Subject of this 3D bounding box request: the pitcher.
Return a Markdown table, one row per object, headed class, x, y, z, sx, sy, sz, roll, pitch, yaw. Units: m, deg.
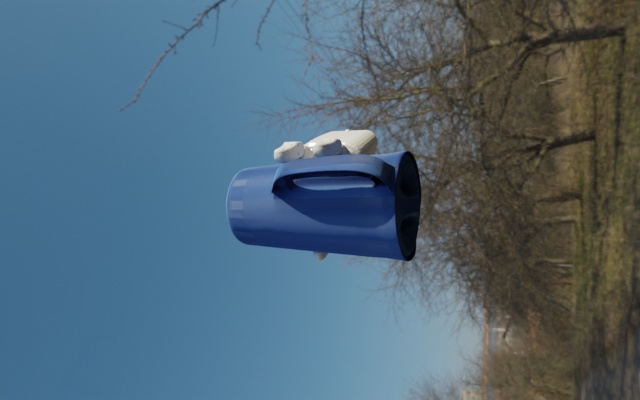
| class | x | y | z | sx | sy | sz | roll | pitch | yaw |
| --- | --- | --- | --- | --- | --- | --- | --- | --- | --- |
| pitcher | 0.000 | 0.002 | 0.614 | 0.243 | 0.149 | 0.145 | 0 | 19 | 24 |
